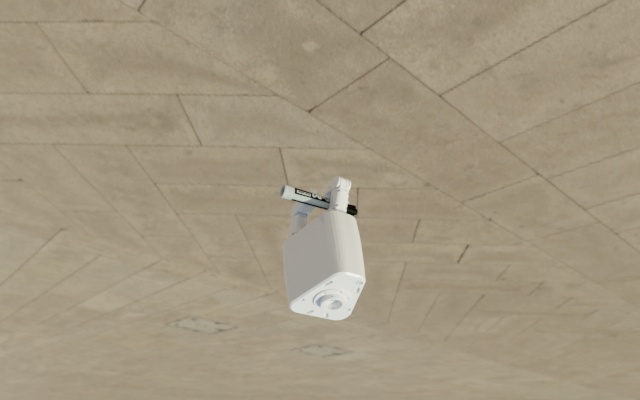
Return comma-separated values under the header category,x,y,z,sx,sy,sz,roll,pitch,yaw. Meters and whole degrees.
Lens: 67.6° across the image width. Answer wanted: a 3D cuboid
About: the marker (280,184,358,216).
category,x,y,z,sx,sy,sz,roll,pitch,yaw
marker,0.000,0.002,0.688,0.121,0.020,0.020,17,-7,-23
